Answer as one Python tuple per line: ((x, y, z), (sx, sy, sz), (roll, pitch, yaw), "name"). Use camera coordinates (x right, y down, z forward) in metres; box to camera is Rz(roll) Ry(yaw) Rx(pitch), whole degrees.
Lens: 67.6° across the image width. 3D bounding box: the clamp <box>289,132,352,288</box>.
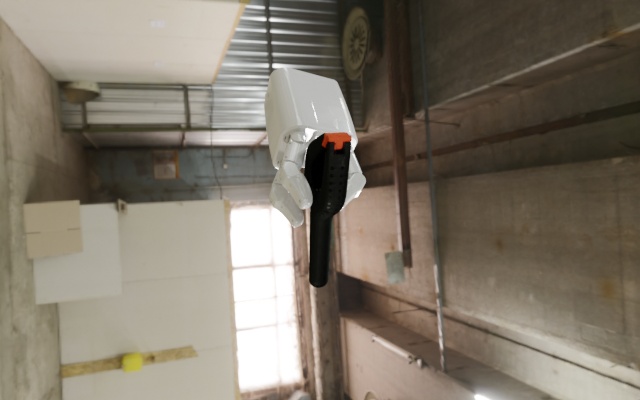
((0.001, 0.001, 0.585), (0.036, 0.164, 0.210), (-6, -28, -19), "clamp")
